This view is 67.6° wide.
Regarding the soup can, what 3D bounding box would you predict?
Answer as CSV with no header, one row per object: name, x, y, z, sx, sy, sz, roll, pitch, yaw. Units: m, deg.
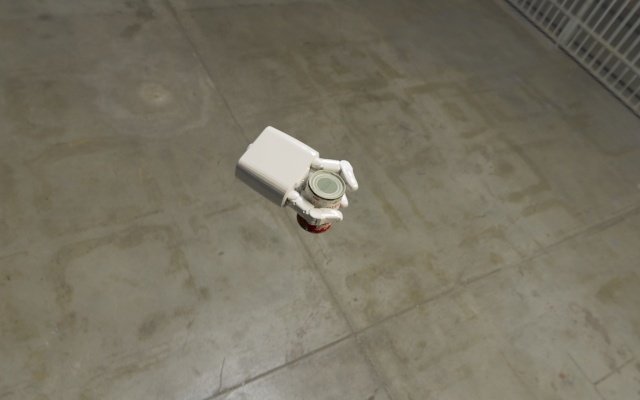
soup can,0.001,0.003,0.849,0.068,0.068,0.102,0,-38,-17
